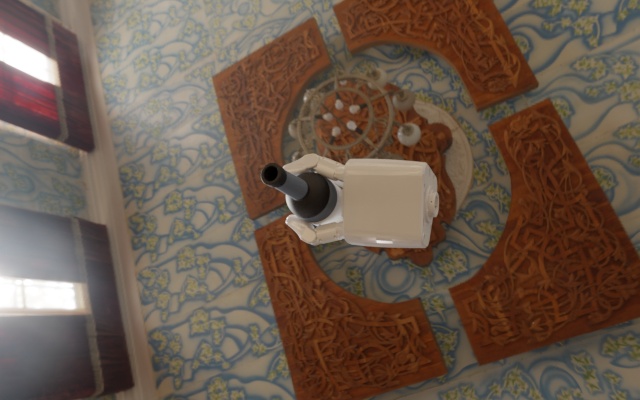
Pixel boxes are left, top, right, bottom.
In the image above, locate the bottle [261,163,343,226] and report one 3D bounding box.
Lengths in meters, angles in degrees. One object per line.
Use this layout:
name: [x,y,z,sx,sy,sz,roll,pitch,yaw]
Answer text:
bottle: [0.000,0.002,0.687,0.069,0.069,0.296,0,-13,24]
